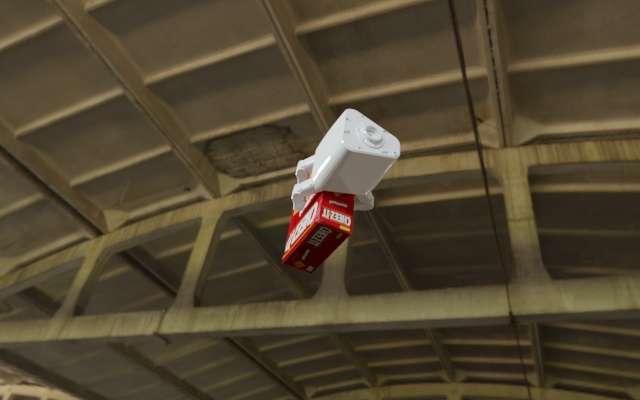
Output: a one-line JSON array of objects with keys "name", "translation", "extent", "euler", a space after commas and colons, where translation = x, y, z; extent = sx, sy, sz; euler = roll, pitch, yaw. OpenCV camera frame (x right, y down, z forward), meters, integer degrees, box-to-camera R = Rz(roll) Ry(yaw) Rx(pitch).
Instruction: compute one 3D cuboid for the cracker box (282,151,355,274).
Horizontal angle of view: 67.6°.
[{"name": "cracker box", "translation": [0.000, 0.003, 0.891], "extent": [0.072, 0.213, 0.164], "euler": [21, -40, -15]}]
